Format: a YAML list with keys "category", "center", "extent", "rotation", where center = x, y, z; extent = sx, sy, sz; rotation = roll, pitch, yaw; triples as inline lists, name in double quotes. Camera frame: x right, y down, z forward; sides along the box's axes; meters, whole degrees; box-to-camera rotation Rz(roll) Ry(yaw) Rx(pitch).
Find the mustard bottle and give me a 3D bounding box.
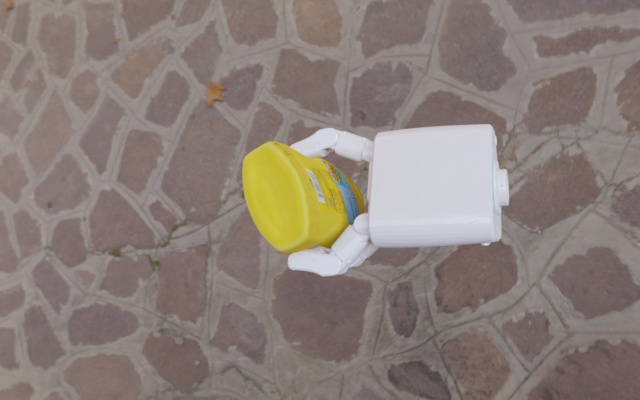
- category: "mustard bottle"
  center: [0.000, 0.002, 0.485]
  extent: [0.058, 0.096, 0.191]
  rotation: [-29, -15, 20]
